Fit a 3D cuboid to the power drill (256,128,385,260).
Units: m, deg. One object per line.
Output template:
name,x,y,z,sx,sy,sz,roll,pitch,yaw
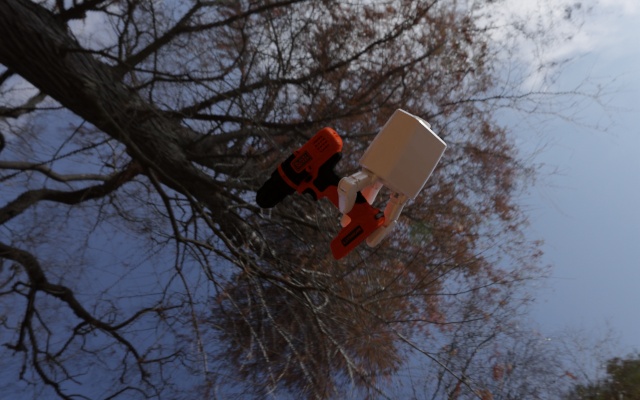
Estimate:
power drill,0.001,0.003,0.787,0.184,0.187,0.057,-41,-8,20
